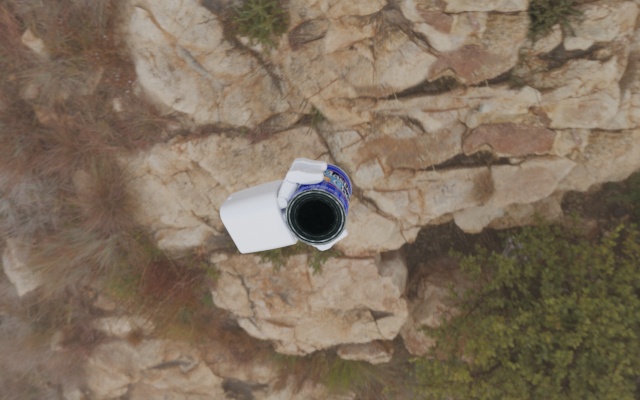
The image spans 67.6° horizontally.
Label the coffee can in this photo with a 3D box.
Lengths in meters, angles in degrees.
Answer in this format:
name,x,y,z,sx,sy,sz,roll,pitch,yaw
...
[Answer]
name,x,y,z,sx,sy,sz,roll,pitch,yaw
coffee can,0.000,0.003,0.846,0.103,0.103,0.140,0,22,7
